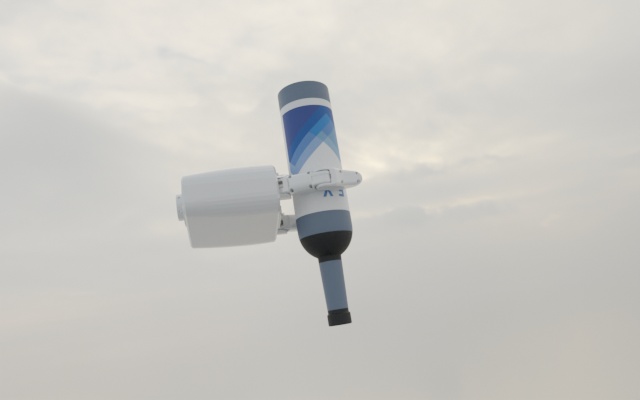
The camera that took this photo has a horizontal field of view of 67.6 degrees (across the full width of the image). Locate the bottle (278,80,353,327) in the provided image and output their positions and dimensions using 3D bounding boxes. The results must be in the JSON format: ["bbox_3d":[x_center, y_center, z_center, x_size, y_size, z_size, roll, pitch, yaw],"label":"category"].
[{"bbox_3d":[0.000,0.002,0.583,0.069,0.295,0.069,-9,-14,-2],"label":"bottle"}]
